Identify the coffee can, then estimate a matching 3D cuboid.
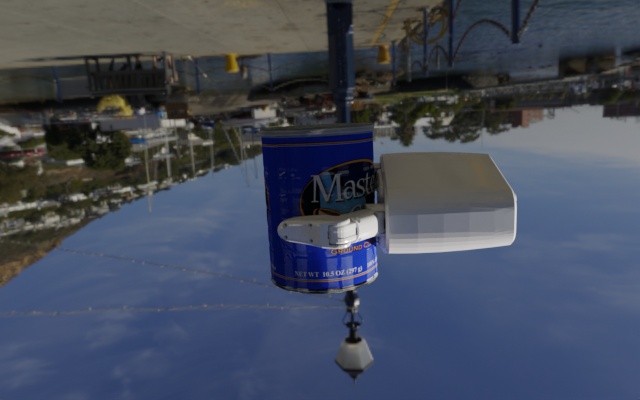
[{"bbox_3d":[0.000,0.001,0.441,0.103,0.140,0.103,-3,11,1],"label":"coffee can"}]
